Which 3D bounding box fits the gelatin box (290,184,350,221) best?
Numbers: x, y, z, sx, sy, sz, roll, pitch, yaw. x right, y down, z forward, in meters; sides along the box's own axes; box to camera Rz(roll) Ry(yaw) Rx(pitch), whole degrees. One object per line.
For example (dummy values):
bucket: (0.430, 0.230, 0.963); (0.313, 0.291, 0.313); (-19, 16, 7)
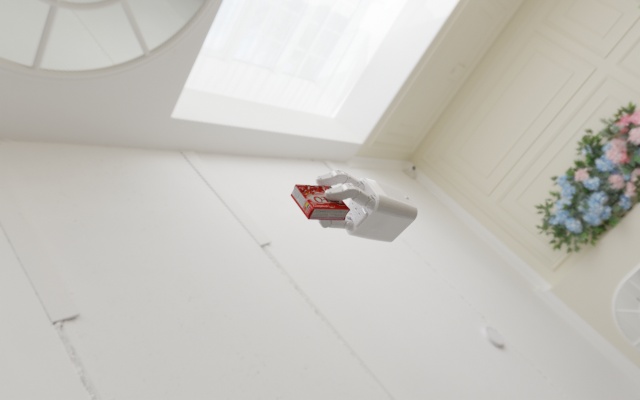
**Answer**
gelatin box: (0.000, 0.003, 0.880); (0.089, 0.030, 0.073); (2, 36, -38)
